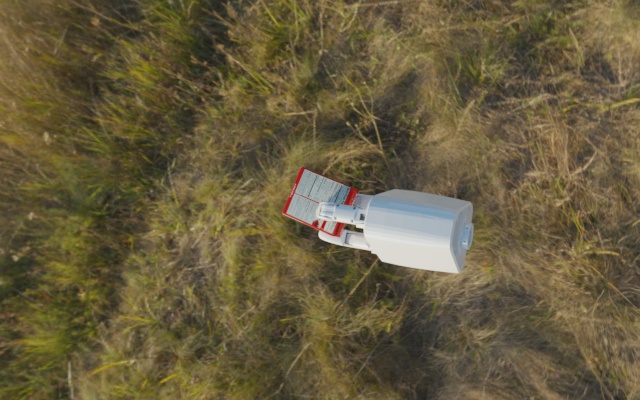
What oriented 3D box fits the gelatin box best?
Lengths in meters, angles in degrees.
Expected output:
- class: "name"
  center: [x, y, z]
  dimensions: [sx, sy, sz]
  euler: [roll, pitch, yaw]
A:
- class: "gelatin box"
  center: [0.000, 0.002, 0.672]
  dimensions: [0.089, 0.073, 0.030]
  euler: [23, 2, 23]
